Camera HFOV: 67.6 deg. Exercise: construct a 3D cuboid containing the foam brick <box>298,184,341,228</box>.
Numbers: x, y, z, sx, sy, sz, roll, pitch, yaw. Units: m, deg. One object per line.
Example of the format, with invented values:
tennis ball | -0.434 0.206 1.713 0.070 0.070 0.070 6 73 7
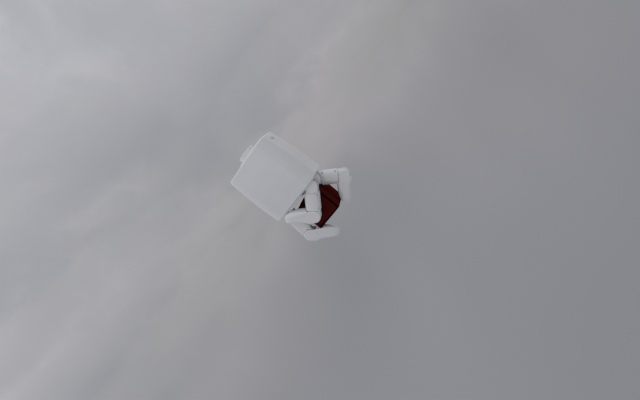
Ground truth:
foam brick | 0.000 0.003 0.830 0.051 0.053 0.078 38 16 -5
